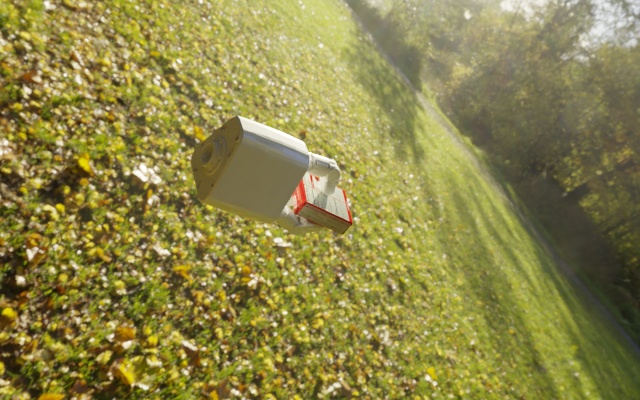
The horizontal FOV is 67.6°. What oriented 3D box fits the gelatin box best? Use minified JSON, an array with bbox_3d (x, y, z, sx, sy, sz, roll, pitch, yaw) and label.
[{"bbox_3d":[0.001,0.002,0.694,0.089,0.073,0.030,24,-56,-29],"label":"gelatin box"}]
